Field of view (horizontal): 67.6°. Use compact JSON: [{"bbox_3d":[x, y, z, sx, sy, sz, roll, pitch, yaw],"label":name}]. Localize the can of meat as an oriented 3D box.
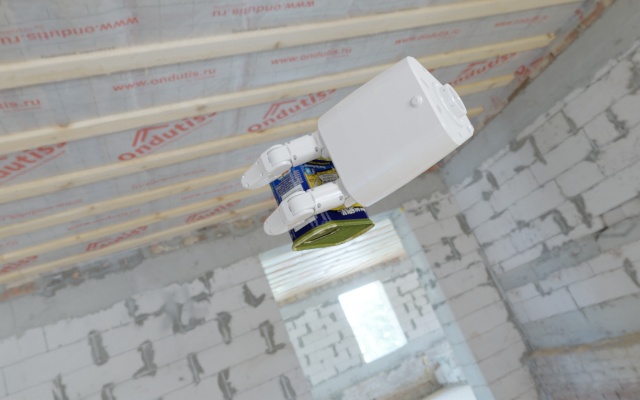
[{"bbox_3d":[0.000,0.001,0.504,0.057,0.084,0.102,-34,-19,32],"label":"can of meat"}]
